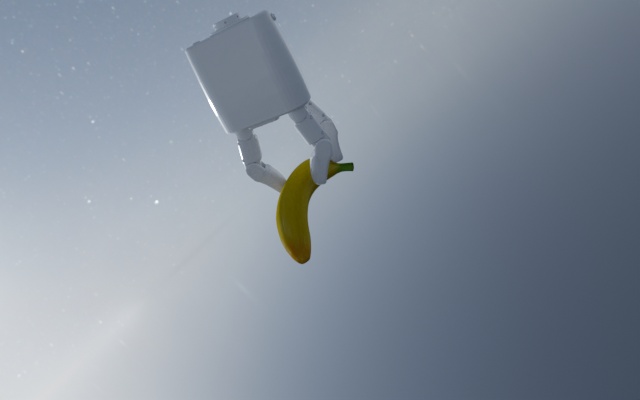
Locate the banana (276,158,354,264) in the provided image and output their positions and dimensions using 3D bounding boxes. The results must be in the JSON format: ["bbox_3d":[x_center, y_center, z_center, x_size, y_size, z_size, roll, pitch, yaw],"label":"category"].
[{"bbox_3d":[-0.017,-0.003,0.578,0.069,0.037,0.197,9,40,16],"label":"banana"}]
